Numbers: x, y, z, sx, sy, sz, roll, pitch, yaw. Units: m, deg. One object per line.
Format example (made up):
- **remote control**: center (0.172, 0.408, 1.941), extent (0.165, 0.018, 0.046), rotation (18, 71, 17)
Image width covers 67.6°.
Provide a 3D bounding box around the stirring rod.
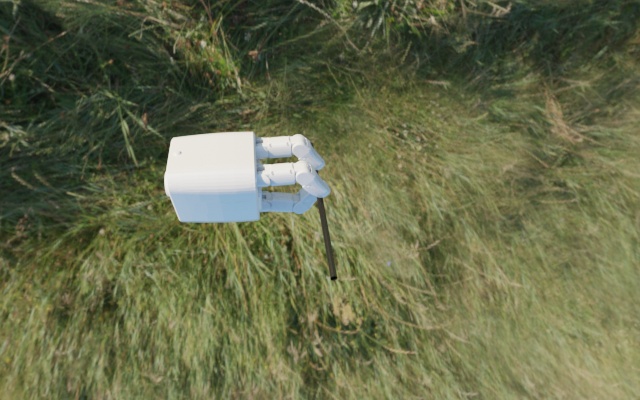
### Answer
- **stirring rod**: center (0.000, 0.002, 0.607), extent (0.011, 0.011, 0.239), rotation (0, 44, -10)
